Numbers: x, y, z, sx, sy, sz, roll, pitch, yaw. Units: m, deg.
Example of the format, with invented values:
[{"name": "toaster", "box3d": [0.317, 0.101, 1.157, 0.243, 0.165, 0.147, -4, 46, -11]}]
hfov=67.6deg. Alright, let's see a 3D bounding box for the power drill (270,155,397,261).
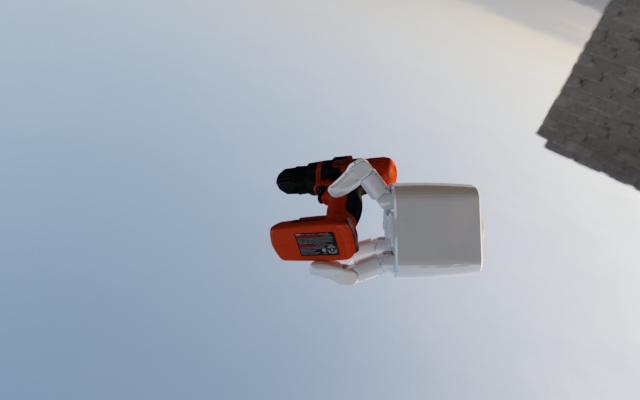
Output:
[{"name": "power drill", "box3d": [0.000, 0.002, 0.643, 0.184, 0.057, 0.187, -5, 32, 23]}]
